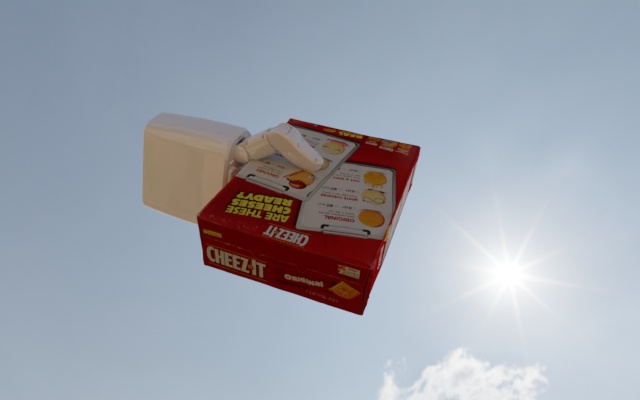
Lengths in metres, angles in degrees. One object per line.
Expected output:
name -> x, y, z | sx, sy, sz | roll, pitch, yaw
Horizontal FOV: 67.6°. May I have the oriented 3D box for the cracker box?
cracker box -> 0.000, 0.001, 0.499 | 0.164, 0.072, 0.213 | 15, 39, 14
